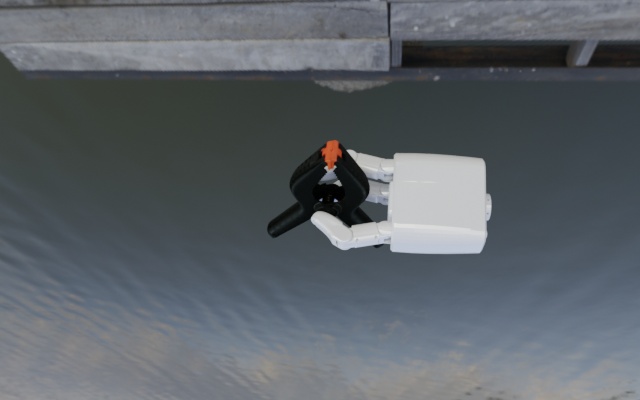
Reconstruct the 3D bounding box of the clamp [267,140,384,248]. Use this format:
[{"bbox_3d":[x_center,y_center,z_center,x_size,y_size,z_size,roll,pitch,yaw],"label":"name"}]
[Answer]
[{"bbox_3d":[0.000,0.002,0.596,0.164,0.036,0.210,1,-32,7],"label":"clamp"}]
